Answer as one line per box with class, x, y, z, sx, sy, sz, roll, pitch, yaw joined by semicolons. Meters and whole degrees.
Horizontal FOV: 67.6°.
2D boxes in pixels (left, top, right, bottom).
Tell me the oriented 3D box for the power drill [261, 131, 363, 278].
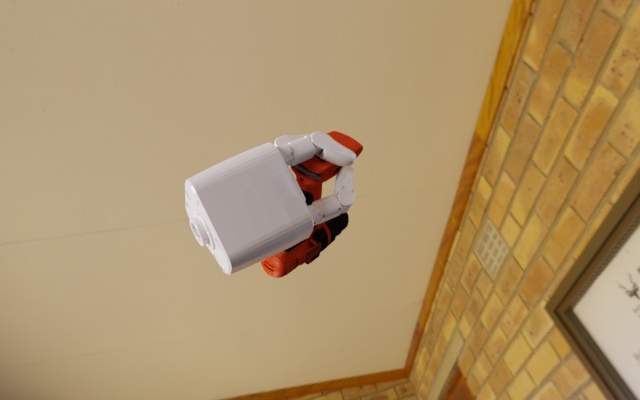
power drill;0.000;0.002;0.661;0.057;0.188;0.184;30;37;22
